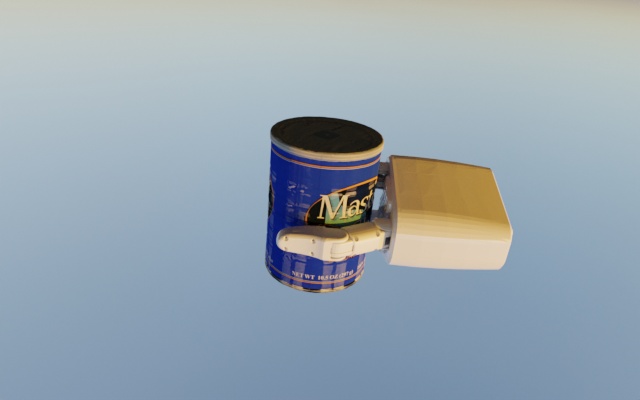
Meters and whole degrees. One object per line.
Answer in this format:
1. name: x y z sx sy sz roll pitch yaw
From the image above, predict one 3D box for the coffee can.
1. coffee can: 0.000 0.001 0.460 0.103 0.140 0.102 5 26 -2
